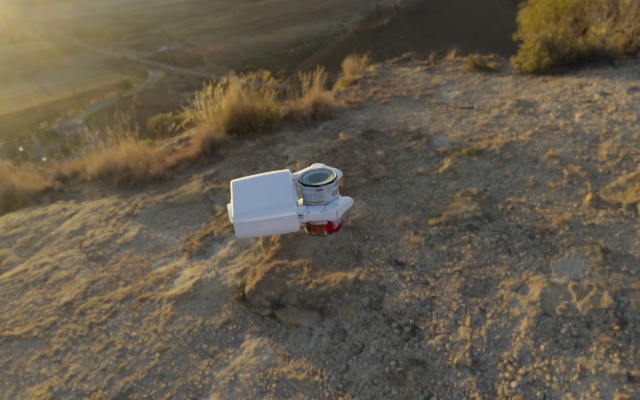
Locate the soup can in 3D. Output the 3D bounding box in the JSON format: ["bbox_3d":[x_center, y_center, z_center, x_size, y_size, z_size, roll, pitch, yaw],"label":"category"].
[{"bbox_3d":[0.001,0.002,0.827,0.068,0.102,0.068,-5,29,3],"label":"soup can"}]
